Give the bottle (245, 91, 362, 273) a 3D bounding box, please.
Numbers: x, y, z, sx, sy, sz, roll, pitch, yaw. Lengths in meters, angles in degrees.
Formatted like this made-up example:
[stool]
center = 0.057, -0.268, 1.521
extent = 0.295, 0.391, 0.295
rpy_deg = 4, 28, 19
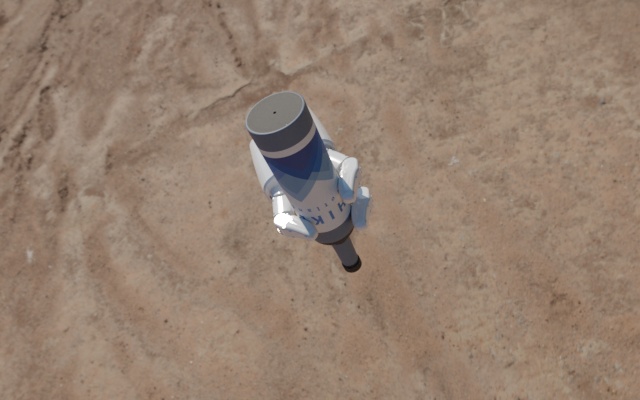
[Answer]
[bottle]
center = 0.000, 0.002, 0.592
extent = 0.069, 0.069, 0.296
rpy_deg = 0, -39, 24
